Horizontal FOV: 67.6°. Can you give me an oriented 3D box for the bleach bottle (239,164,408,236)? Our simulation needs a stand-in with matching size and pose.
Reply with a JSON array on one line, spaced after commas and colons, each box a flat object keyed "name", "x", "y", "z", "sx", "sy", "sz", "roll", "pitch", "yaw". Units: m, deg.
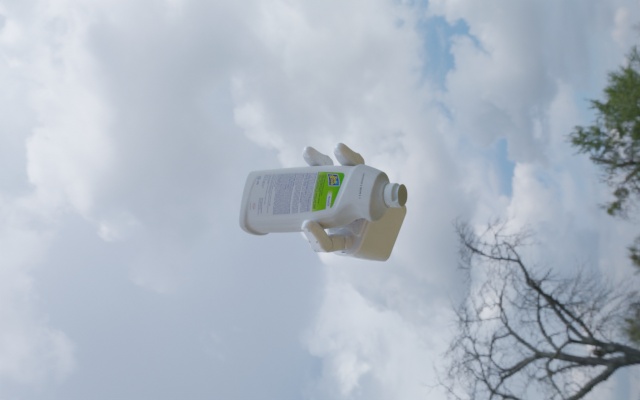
[{"name": "bleach bottle", "x": 0.000, "y": 0.002, "z": 0.668, "sx": 0.251, "sy": 0.102, "sz": 0.068, "roll": 0, "pitch": -13, "yaw": 36}]
